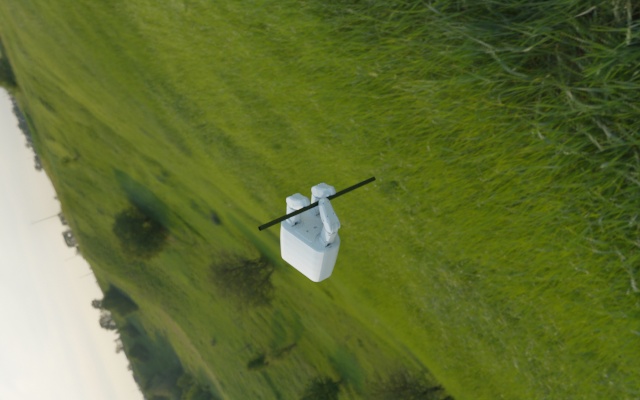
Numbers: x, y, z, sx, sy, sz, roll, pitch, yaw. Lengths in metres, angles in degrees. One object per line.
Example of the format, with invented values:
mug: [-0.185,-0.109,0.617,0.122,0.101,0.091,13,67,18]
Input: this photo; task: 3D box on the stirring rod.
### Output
stirring rod: [0.000,0.003,0.825,0.239,0.011,0.011,-24,11,-26]
